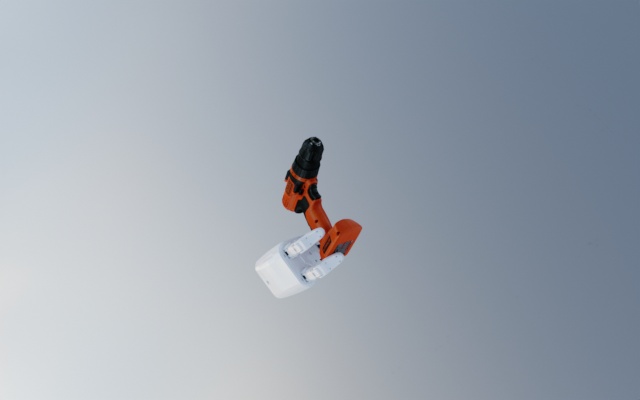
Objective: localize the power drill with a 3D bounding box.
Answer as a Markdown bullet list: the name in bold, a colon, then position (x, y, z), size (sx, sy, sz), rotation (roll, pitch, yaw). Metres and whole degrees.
- **power drill**: position (0.000, 0.003, 0.863), size (0.057, 0.187, 0.185), rotation (-15, -32, -28)
